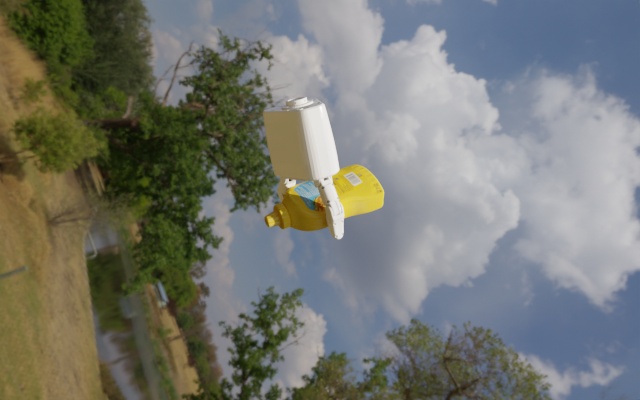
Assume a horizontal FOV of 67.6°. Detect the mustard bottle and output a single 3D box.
[{"bbox_3d":[0.000,0.003,0.774,0.191,0.058,0.096,-20,45,-21],"label":"mustard bottle"}]
